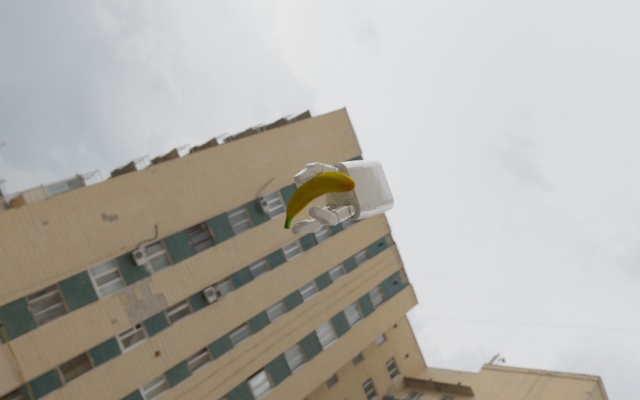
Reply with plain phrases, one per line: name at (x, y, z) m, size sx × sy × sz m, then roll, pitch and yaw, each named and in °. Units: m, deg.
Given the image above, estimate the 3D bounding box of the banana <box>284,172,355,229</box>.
banana at (-0.006, -0.013, 0.872) m, size 0.037 × 0.069 × 0.198 m, roll 4°, pitch -26°, yaw -39°
